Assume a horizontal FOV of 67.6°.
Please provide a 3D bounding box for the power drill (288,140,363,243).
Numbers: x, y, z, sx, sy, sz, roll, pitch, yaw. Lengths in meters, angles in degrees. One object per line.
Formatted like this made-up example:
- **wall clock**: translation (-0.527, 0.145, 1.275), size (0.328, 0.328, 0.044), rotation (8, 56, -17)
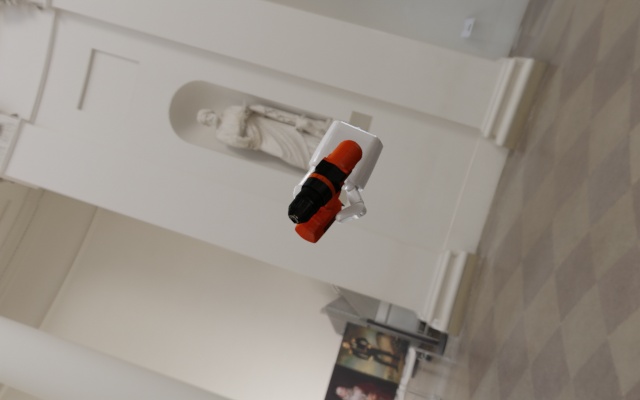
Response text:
- **power drill**: translation (0.000, 0.003, 0.841), size (0.057, 0.184, 0.188), rotation (36, -29, 10)
